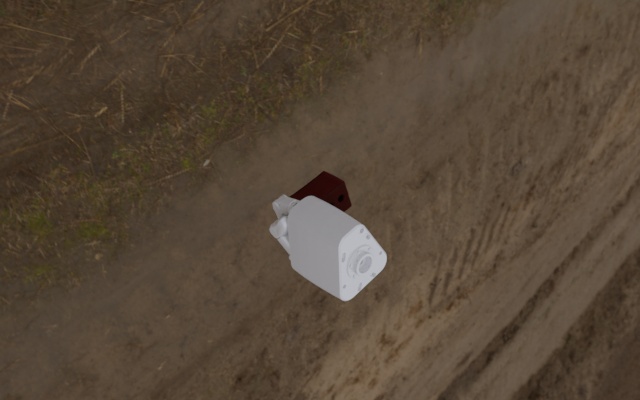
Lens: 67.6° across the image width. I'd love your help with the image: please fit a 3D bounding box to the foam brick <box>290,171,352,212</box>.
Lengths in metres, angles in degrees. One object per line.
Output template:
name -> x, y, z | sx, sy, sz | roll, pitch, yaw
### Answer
foam brick -> 0.000, 0.002, 0.730 | 0.078, 0.053, 0.051 | -39, 41, -23
